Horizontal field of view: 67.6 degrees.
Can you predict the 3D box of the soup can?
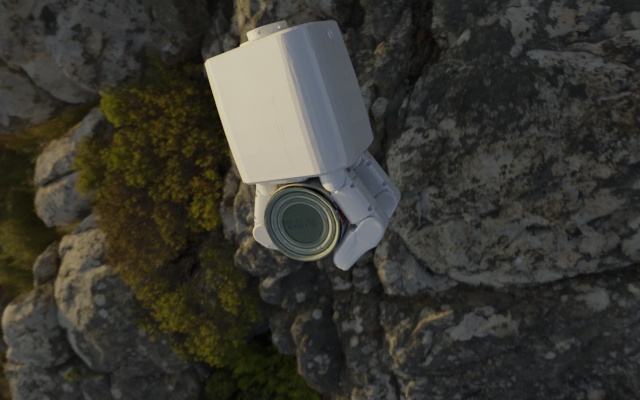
[{"bbox_3d":[0.000,0.002,0.423,0.068,0.068,0.102,0,21,19],"label":"soup can"}]
